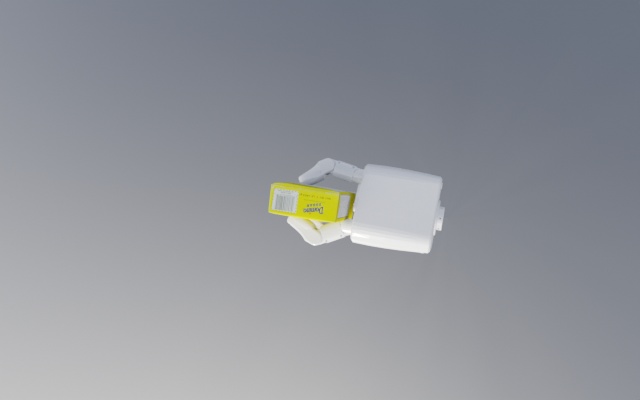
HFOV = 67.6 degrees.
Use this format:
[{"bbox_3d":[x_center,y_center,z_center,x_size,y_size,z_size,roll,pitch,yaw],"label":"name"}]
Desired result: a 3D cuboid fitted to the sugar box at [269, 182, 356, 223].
[{"bbox_3d":[0.000,0.003,0.684,0.093,0.048,0.176,9,0,15],"label":"sugar box"}]
